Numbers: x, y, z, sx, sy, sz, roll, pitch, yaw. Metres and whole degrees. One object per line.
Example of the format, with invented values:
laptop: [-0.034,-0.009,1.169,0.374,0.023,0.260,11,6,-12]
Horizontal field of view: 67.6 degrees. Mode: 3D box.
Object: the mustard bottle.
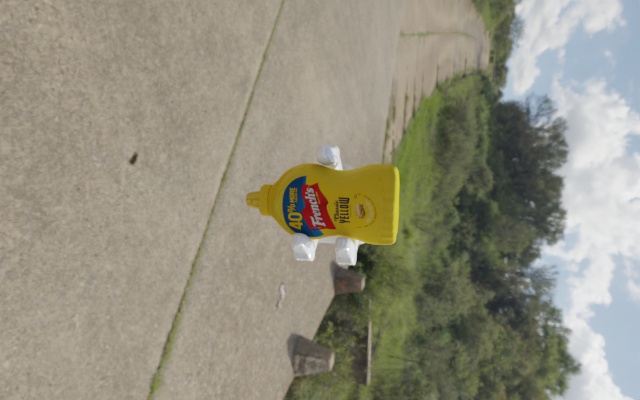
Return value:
mustard bottle: [0.000,0.002,0.596,0.191,0.096,0.058,2,21,13]
